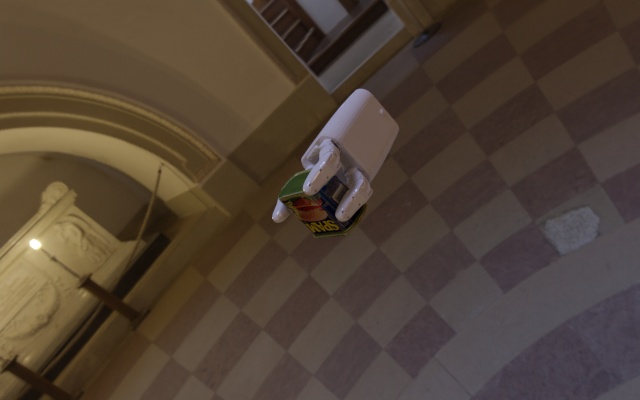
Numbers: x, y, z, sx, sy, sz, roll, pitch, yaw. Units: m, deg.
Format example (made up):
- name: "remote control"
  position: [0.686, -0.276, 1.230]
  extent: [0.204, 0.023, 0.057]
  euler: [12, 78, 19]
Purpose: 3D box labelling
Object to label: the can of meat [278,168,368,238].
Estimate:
- name: "can of meat"
  position: [0.000, 0.002, 0.654]
  extent: [0.084, 0.057, 0.102]
  euler: [45, -28, -20]
